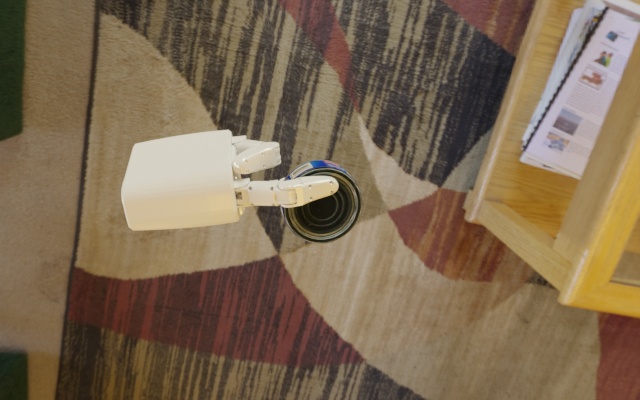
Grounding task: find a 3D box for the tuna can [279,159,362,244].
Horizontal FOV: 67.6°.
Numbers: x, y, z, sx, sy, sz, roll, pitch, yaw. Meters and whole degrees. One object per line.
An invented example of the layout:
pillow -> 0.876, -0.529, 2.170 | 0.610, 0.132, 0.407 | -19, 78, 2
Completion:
tuna can -> 0.000, 0.002, 0.507 | 0.086, 0.086, 0.033 | 0, 17, -11
